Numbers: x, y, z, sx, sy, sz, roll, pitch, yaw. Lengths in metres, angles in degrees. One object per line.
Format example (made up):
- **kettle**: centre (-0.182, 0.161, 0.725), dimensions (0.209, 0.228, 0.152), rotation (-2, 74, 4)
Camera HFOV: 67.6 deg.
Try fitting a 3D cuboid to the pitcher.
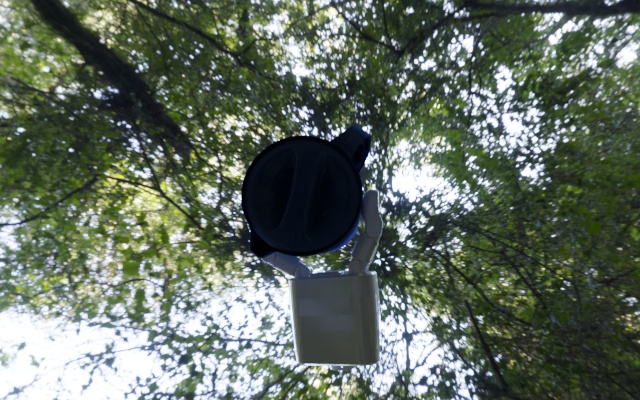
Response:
- **pitcher**: centre (0.000, 0.002, 0.625), dimensions (0.149, 0.145, 0.243), rotation (-7, -9, 6)
